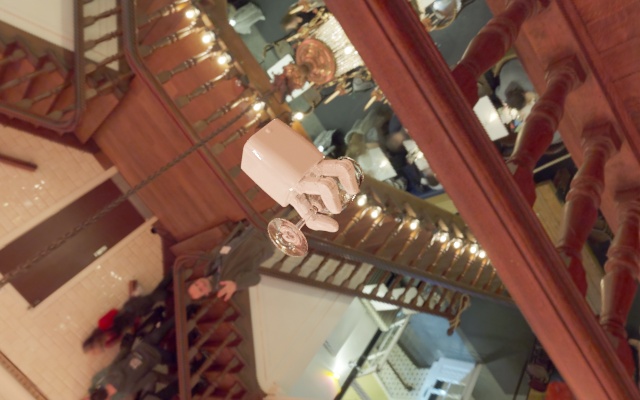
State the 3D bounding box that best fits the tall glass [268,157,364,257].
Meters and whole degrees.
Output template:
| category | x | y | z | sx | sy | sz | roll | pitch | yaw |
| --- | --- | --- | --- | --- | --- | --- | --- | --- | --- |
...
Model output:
| category | x | y | z | sx | sy | sz | roll | pitch | yaw |
| --- | --- | --- | --- | --- | --- | --- | --- | --- | --- |
| tall glass | 0.000 | 0.003 | 0.799 | 0.079 | 0.079 | 0.201 | 0 | 34 | 39 |
